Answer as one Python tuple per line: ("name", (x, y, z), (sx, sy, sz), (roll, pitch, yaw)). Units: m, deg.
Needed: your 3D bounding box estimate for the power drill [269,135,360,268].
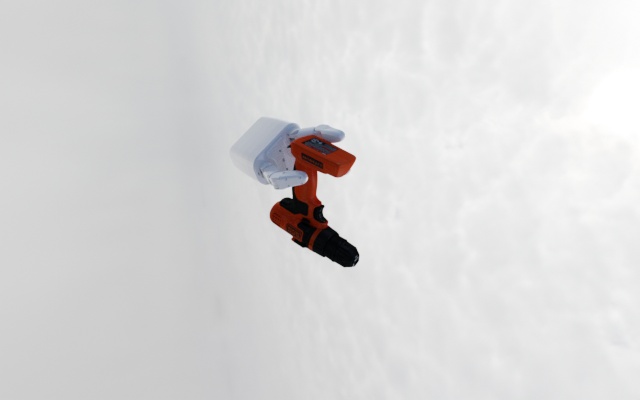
("power drill", (0.000, 0.002, 0.778), (0.184, 0.188, 0.057), (29, 35, 25))
